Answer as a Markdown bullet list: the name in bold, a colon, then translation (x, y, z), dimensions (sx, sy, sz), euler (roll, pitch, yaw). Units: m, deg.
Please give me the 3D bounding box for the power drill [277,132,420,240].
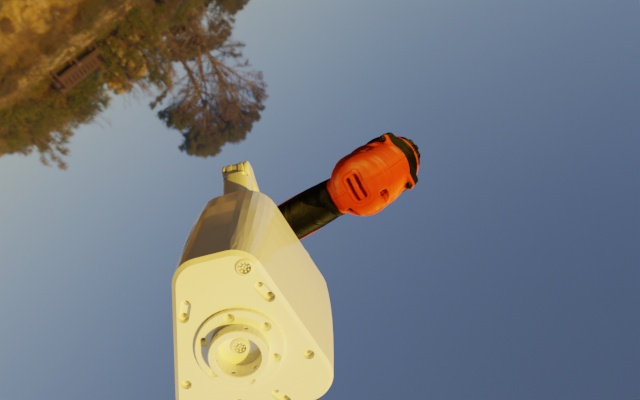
- **power drill**: translation (0.000, 0.002, 0.431), dimensions (0.188, 0.057, 0.184), euler (-31, -1, 23)
